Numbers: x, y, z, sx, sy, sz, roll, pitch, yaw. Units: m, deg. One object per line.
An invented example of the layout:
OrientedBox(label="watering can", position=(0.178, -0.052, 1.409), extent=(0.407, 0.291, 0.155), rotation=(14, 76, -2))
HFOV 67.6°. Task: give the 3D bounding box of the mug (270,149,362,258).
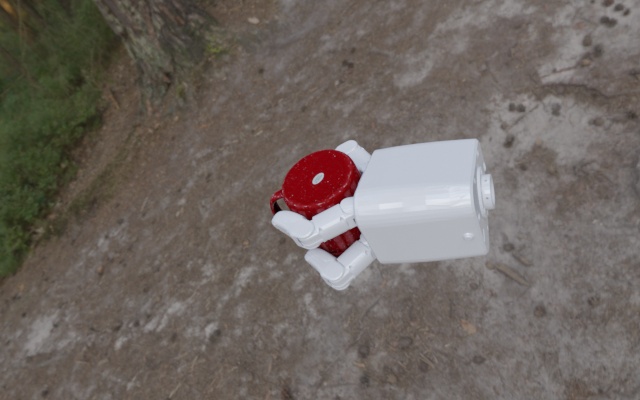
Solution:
OrientedBox(label="mug", position=(-0.001, 0.002, 0.513), extent=(0.117, 0.093, 0.081), rotation=(-7, -41, 24))
